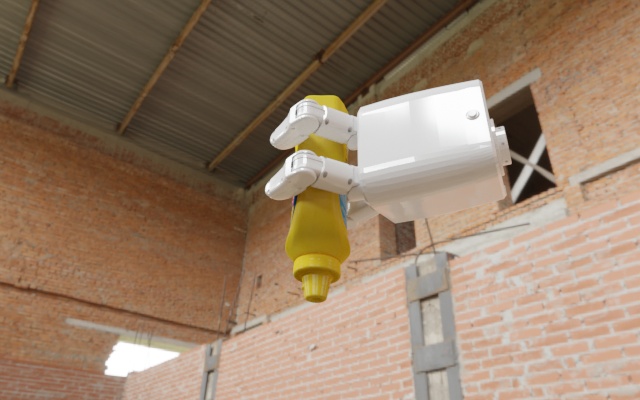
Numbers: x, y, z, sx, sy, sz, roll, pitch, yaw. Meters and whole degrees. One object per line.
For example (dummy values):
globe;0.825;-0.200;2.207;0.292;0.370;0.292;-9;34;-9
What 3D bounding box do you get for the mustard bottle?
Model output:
mustard bottle;0.000;0.001;0.447;0.058;0.191;0.096;2;-32;0
